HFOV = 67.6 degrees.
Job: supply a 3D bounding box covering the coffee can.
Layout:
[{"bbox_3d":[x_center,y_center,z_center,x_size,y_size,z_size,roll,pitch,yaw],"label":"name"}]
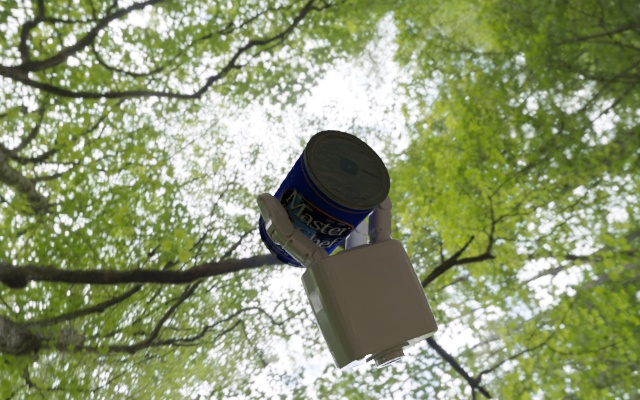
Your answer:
[{"bbox_3d":[0.000,0.002,0.554,0.103,0.102,0.140,0,-33,-32],"label":"coffee can"}]
